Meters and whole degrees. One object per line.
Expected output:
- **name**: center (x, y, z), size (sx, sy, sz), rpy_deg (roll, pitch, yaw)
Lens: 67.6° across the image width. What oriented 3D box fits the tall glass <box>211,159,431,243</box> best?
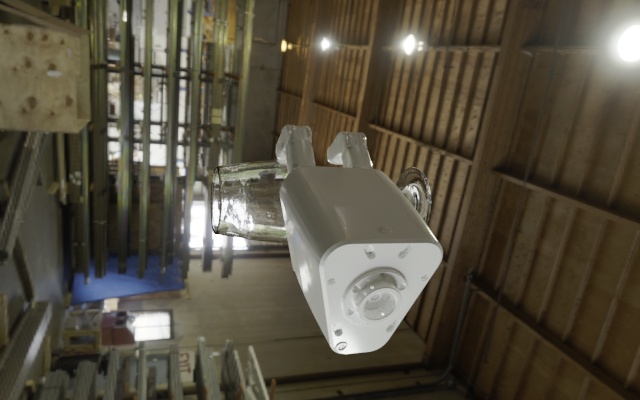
- **tall glass**: center (0.001, 0.001, 0.458), size (0.201, 0.079, 0.079), rpy_deg (1, 0, -19)
